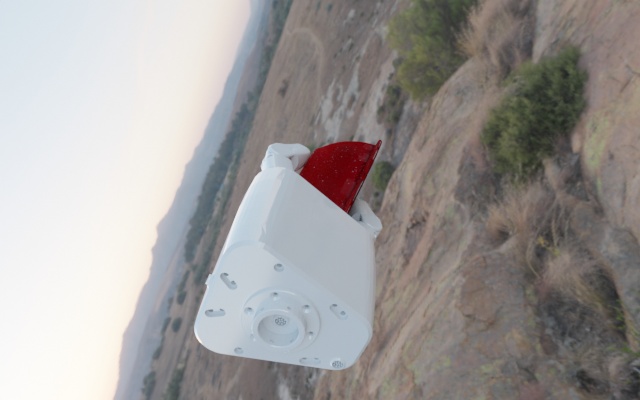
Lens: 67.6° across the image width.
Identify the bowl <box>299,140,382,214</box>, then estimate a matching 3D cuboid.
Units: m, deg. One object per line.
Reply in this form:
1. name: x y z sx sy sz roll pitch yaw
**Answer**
1. bowl: 0.000 0.001 0.473 0.055 0.162 0.162 27 1 2
